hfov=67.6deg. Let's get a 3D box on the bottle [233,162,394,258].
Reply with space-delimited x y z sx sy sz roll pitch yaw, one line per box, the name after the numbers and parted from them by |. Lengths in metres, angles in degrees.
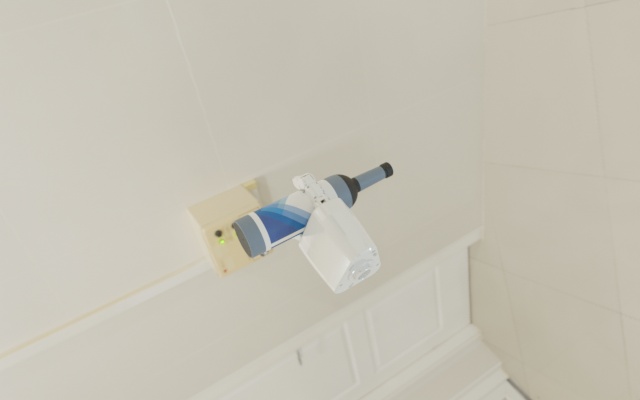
0.000 0.003 0.810 0.295 0.069 0.069 -26 10 -21 | bottle
